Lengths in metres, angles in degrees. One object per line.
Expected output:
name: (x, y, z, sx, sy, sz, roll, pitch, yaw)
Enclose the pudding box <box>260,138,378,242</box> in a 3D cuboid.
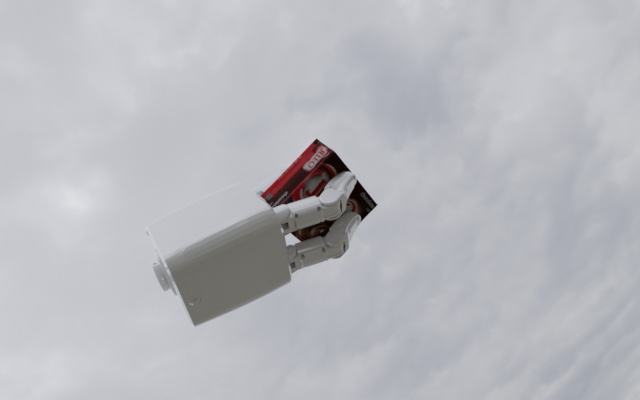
pudding box: (0.000, 0.002, 0.515, 0.039, 0.090, 0.113, 44, -1, 41)
